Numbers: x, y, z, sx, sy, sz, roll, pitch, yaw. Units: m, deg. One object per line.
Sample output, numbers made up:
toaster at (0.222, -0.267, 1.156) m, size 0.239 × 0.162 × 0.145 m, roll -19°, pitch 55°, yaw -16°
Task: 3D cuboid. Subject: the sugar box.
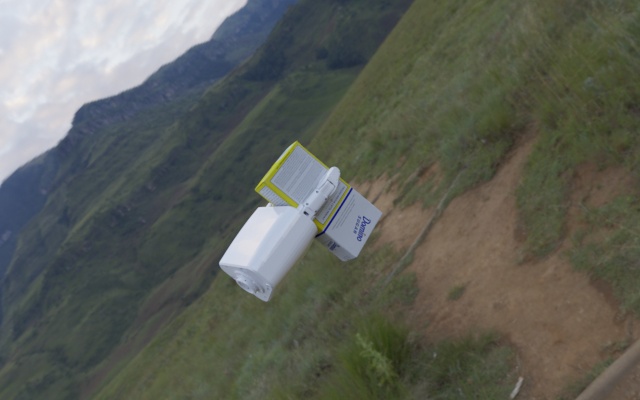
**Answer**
sugar box at (0.000, 0.003, 0.716) m, size 0.176 × 0.093 × 0.048 m, roll 41°, pitch -30°, yaw -12°
